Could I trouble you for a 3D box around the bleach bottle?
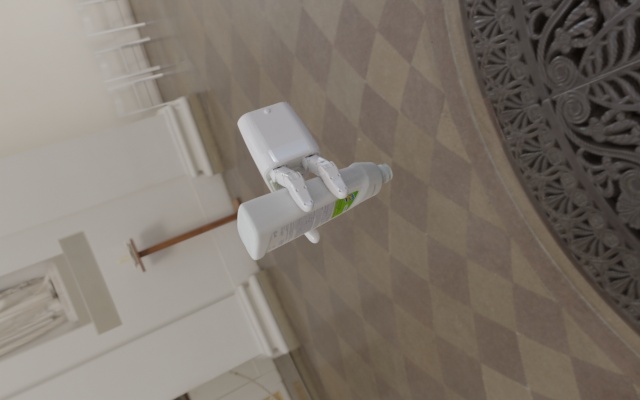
[{"bbox_3d":[0.000,0.002,0.735,0.251,0.068,0.103,-23,-23,-22],"label":"bleach bottle"}]
